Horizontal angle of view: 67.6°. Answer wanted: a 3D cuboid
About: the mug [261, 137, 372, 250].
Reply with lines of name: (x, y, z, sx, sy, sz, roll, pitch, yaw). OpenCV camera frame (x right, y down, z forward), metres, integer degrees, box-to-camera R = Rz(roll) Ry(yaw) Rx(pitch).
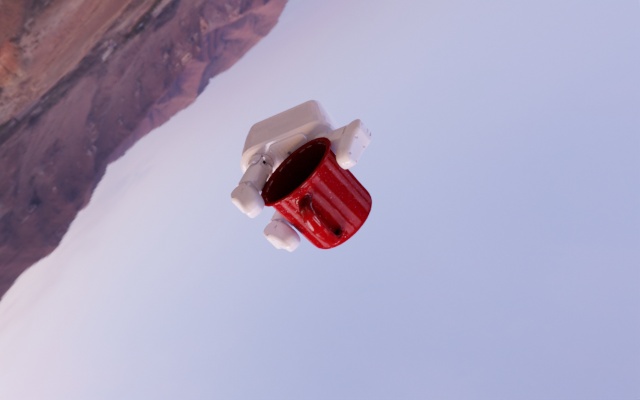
mug: (0.000, 0.002, 0.480, 0.093, 0.081, 0.117, -38, 25, 14)
